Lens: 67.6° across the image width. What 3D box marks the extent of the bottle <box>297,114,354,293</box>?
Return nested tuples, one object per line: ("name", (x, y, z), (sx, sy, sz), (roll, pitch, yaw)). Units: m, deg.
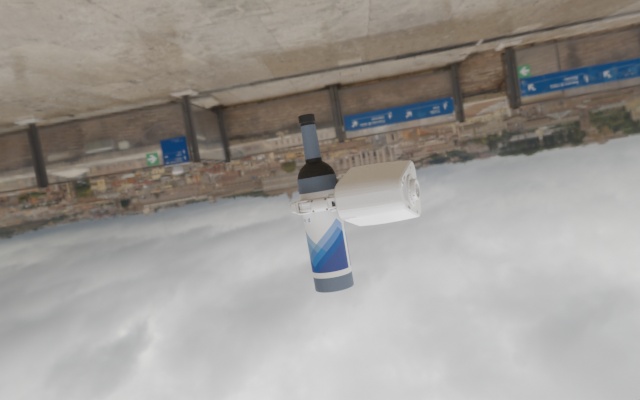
("bottle", (0.000, 0.003, 0.804), (0.069, 0.296, 0.069), (-9, 3, 0))
